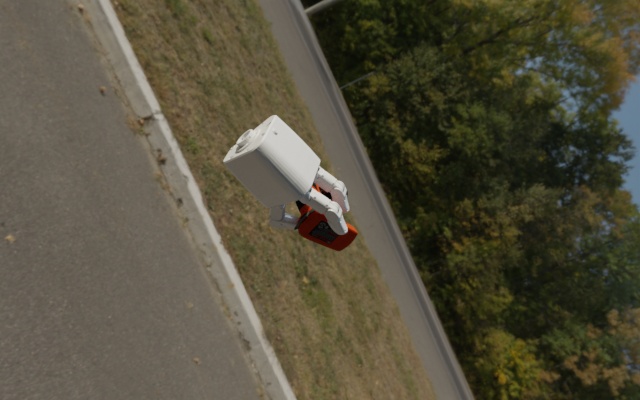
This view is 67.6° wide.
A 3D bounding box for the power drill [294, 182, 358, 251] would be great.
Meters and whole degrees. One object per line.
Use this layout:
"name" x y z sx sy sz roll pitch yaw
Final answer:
"power drill" 0.000 0.003 0.858 0.184 0.057 0.187 24 27 -36
